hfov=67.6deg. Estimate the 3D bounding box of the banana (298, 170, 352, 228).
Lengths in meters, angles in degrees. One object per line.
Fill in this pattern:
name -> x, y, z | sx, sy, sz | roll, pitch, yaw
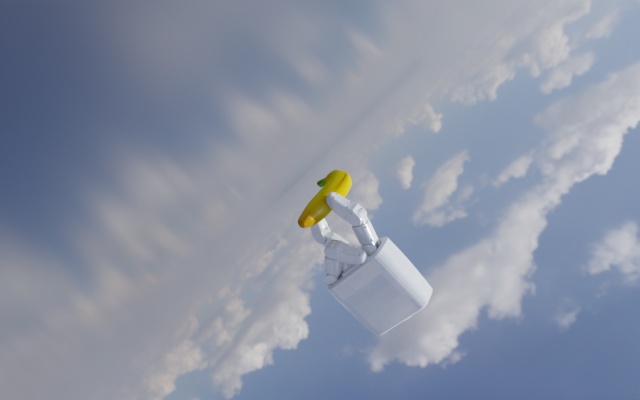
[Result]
banana -> 0.014, -0.010, 0.728 | 0.070, 0.037, 0.197 | -41, 7, 19
